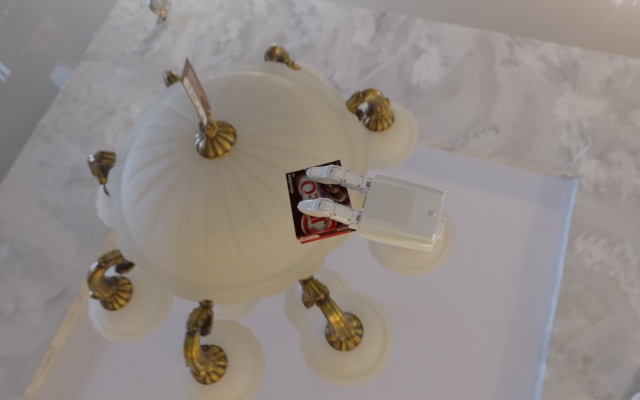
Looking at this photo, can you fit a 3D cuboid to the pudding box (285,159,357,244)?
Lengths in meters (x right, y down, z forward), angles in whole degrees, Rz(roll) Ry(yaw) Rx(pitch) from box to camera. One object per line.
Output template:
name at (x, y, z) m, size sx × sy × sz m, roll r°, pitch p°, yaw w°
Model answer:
pudding box at (0.000, 0.002, 0.734) m, size 0.090 × 0.113 × 0.039 m, roll -14°, pitch -26°, yaw 5°
